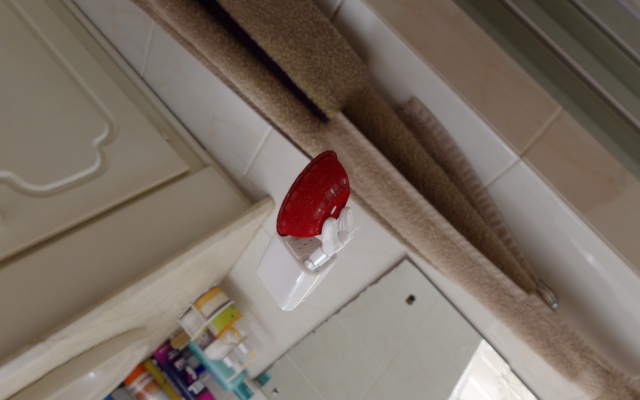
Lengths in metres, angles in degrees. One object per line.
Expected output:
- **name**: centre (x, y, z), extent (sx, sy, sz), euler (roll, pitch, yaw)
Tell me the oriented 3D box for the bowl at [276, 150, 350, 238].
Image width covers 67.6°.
- **bowl**: centre (0.001, 0.002, 0.760), extent (0.055, 0.162, 0.162), euler (32, 11, 18)
